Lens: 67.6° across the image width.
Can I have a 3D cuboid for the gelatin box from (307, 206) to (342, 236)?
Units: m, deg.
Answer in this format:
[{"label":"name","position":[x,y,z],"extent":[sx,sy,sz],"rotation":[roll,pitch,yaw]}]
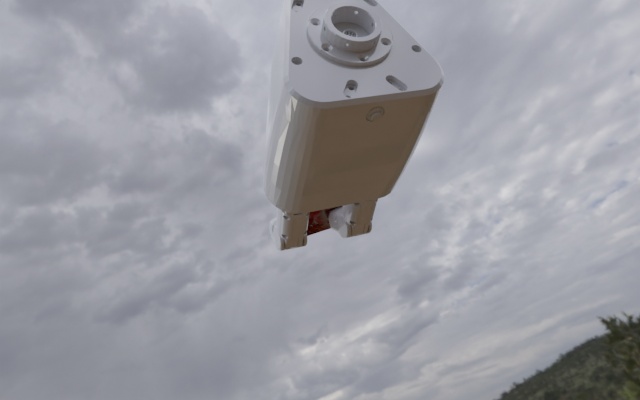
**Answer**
[{"label":"gelatin box","position":[0.000,0.001,0.434],"extent":[0.073,0.030,0.089],"rotation":[-18,-23,-5]}]
